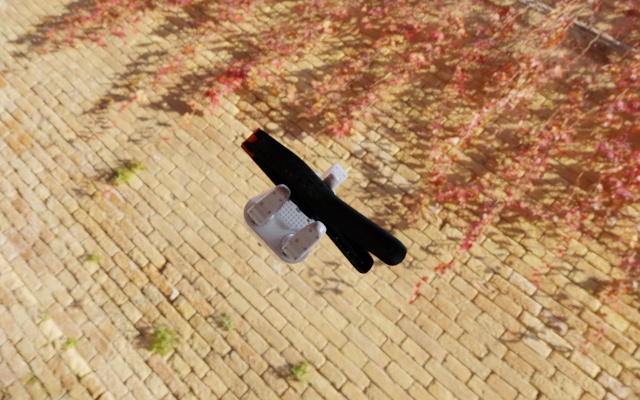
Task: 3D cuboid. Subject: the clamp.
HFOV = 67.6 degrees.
[{"bbox_3d":[0.000,0.001,0.505,0.036,0.210,0.164,-45,3,-13],"label":"clamp"}]
